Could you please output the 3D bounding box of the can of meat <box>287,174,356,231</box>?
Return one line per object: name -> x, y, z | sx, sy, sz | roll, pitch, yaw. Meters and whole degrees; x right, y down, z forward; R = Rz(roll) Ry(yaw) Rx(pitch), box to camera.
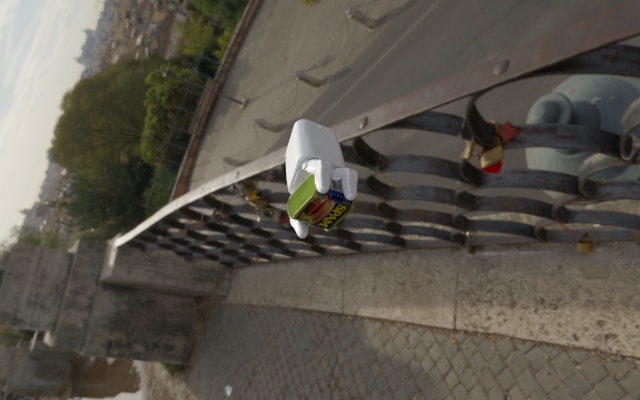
can of meat -> 0.000, 0.003, 0.856 | 0.084, 0.057, 0.102 | 18, -44, -29
